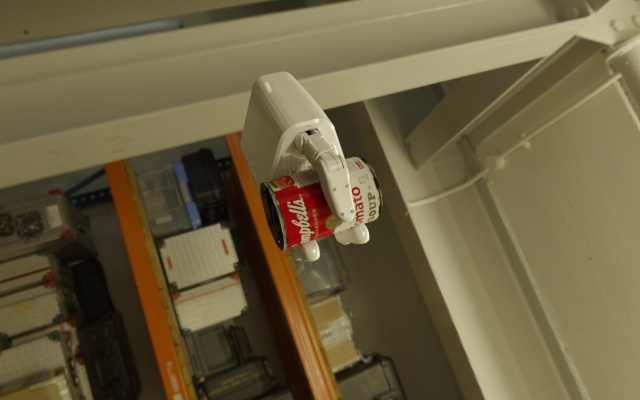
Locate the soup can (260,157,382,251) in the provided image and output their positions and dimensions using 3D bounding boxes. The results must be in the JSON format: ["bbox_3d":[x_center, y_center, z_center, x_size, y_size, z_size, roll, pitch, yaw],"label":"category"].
[{"bbox_3d":[0.001,0.002,0.466,0.102,0.068,0.068,-17,5,-16],"label":"soup can"}]
